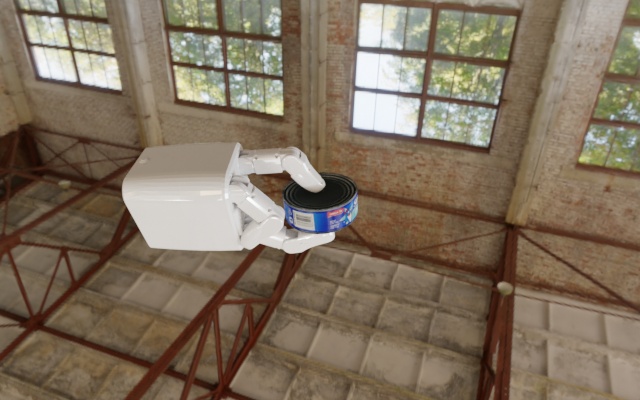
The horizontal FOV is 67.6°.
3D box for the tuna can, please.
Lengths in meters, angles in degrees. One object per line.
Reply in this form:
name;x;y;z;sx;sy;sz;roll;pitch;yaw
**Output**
tuna can;0.000;0.002;0.547;0.086;0.034;0.086;-4;31;2
